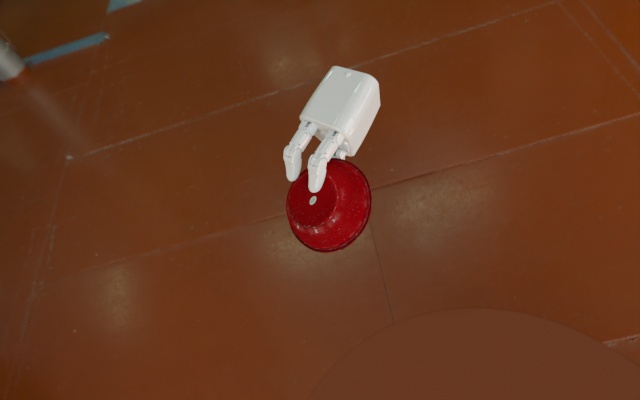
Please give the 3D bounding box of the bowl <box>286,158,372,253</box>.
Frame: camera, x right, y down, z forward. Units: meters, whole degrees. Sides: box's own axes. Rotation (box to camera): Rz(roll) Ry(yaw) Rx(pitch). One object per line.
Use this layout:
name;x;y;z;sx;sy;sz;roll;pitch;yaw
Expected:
bowl;0.000;0.004;0.778;0.162;0.162;0.055;0;-10;30
